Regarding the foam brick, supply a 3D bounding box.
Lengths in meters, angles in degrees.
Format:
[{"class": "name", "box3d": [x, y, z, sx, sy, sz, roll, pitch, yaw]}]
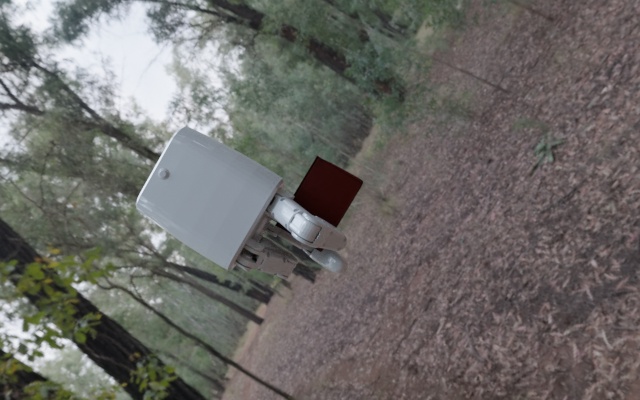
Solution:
[{"class": "foam brick", "box3d": [0.000, 0.001, 0.464, 0.051, 0.078, 0.053, 31, 5, 1]}]
